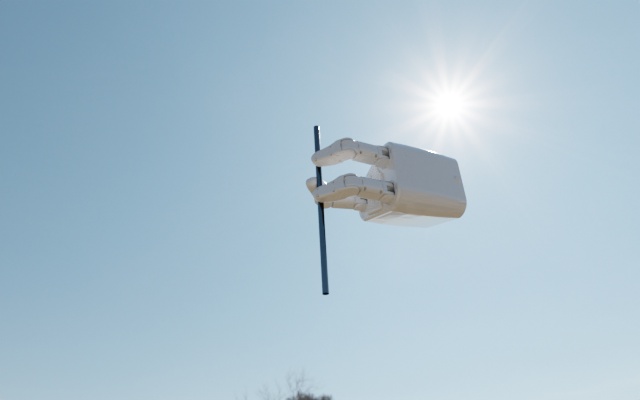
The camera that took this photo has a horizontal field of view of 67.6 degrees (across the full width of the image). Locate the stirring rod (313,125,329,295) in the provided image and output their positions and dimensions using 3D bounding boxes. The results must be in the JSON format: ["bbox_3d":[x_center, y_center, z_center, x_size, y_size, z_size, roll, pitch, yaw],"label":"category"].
[{"bbox_3d":[0.000,0.002,0.598,0.011,0.239,0.011,-2,-31,-1],"label":"stirring rod"}]
